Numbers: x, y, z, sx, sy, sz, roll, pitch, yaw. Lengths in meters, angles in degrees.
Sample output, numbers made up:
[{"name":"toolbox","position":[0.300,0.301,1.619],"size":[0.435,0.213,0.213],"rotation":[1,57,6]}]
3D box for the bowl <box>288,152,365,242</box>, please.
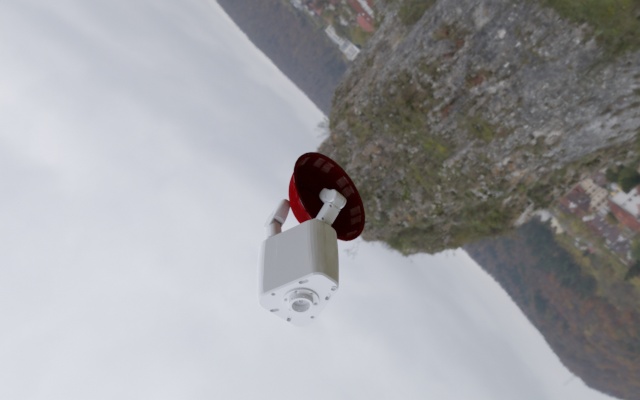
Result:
[{"name":"bowl","position":[0.000,0.002,0.787],"size":[0.055,0.162,0.162],"rotation":[-33,-20,35]}]
